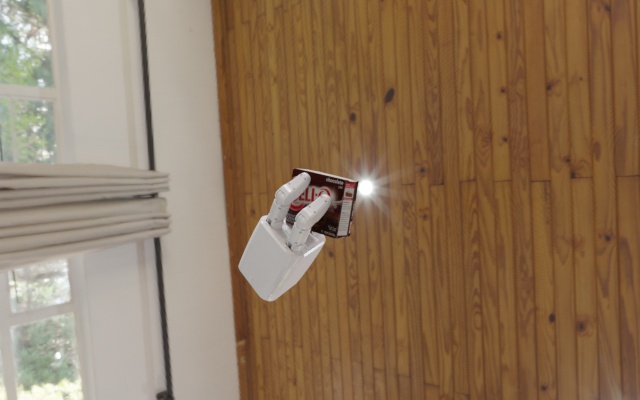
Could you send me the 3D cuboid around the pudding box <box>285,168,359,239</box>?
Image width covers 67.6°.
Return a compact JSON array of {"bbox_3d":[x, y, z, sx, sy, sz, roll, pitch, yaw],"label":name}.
[{"bbox_3d":[0.000,0.002,0.739,0.113,0.090,0.039,14,10,38],"label":"pudding box"}]
